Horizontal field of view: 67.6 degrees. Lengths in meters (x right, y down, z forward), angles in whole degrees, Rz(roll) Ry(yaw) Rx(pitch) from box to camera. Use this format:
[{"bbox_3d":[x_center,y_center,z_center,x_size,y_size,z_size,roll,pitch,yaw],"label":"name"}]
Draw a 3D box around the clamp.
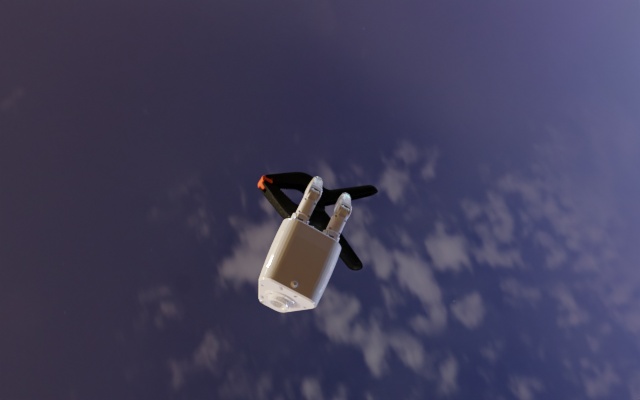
[{"bbox_3d":[-0.001,0.003,0.795,0.210,0.164,0.036,30,-35,-9],"label":"clamp"}]
